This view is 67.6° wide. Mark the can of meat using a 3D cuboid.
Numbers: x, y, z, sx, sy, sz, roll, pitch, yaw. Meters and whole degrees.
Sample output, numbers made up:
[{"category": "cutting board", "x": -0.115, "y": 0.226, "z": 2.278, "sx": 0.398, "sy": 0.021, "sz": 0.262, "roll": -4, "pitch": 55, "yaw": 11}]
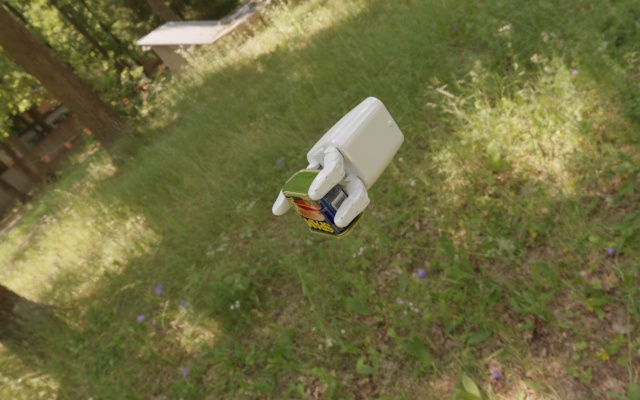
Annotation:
[{"category": "can of meat", "x": 0.000, "y": 0.002, "z": 0.691, "sx": 0.057, "sy": 0.084, "sz": 0.102, "roll": -48, "pitch": 27, "yaw": -19}]
